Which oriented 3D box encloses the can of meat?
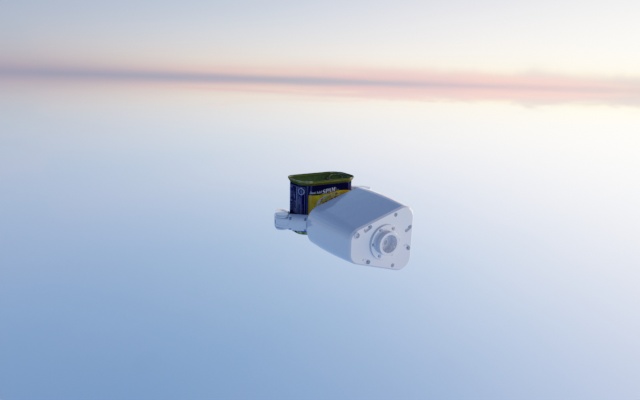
[{"bbox_3d":[0.000,0.003,0.740,0.102,0.084,0.057,-8,17,-33],"label":"can of meat"}]
